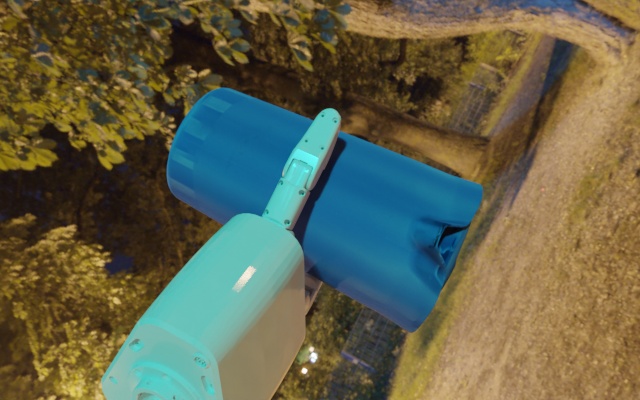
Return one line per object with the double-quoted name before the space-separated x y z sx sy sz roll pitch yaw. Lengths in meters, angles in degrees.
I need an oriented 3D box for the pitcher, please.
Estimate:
"pitcher" 0.000 0.001 0.417 0.243 0.149 0.145 26 38 8
